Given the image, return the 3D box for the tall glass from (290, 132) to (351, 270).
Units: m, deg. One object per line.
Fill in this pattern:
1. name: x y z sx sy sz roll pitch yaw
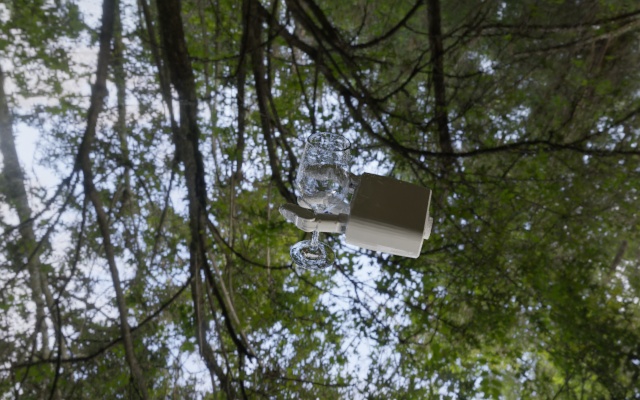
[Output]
1. tall glass: 0.000 0.003 0.708 0.079 0.201 0.079 6 31 -3
